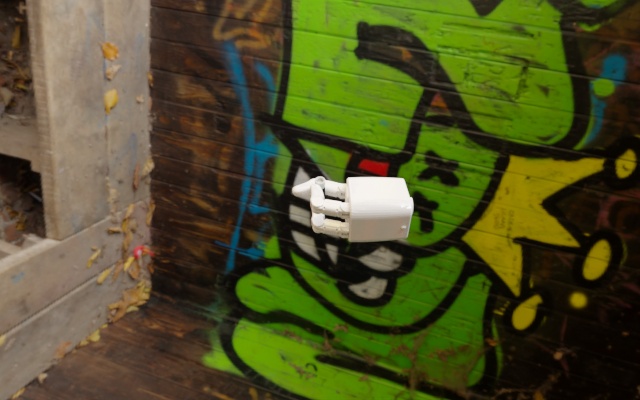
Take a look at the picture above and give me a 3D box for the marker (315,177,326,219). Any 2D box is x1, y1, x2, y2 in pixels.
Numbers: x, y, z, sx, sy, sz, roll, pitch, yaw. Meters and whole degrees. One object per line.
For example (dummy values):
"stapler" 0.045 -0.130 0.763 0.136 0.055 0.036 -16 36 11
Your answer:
"marker" 0.000 0.003 0.899 0.020 0.020 0.121 0 -41 1
